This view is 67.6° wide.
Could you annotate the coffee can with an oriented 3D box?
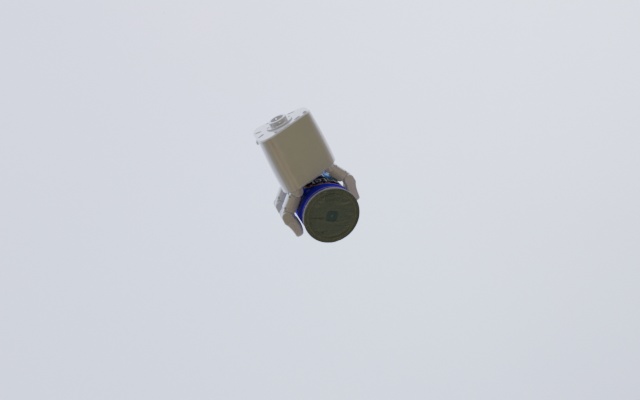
[{"bbox_3d":[0.000,0.003,0.884,0.103,0.103,0.140,0,21,-18],"label":"coffee can"}]
